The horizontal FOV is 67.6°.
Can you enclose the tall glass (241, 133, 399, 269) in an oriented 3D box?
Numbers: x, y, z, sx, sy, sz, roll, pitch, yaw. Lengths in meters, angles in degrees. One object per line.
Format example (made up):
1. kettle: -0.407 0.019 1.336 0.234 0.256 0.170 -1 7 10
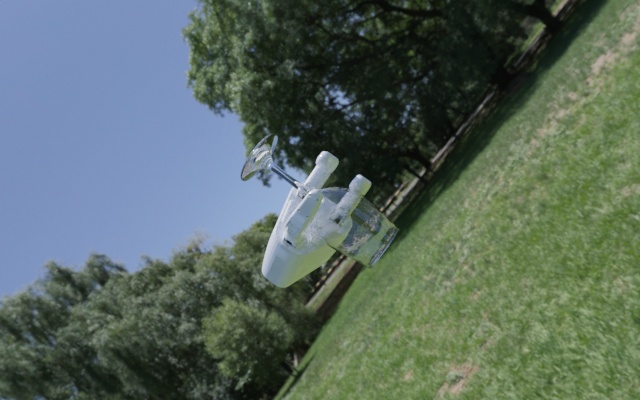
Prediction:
1. tall glass: 0.000 0.002 0.604 0.201 0.079 0.079 36 5 8
